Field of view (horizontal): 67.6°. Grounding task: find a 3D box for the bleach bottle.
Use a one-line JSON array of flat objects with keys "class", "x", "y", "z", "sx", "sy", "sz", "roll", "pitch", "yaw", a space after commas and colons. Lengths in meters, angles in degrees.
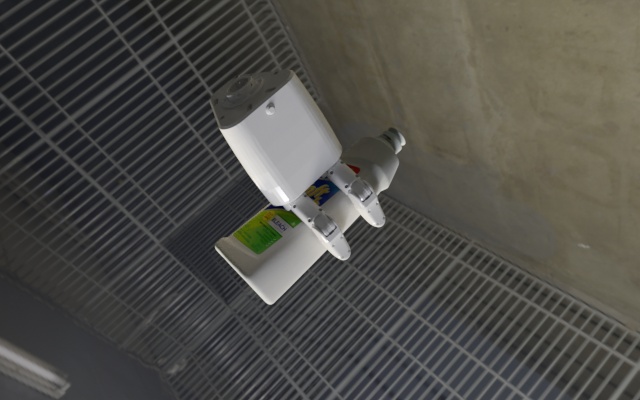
[{"class": "bleach bottle", "x": 0.000, "y": 0.002, "z": 0.565, "sx": 0.251, "sy": 0.068, "sz": 0.102, "roll": -43, "pitch": 38, "yaw": -13}]
